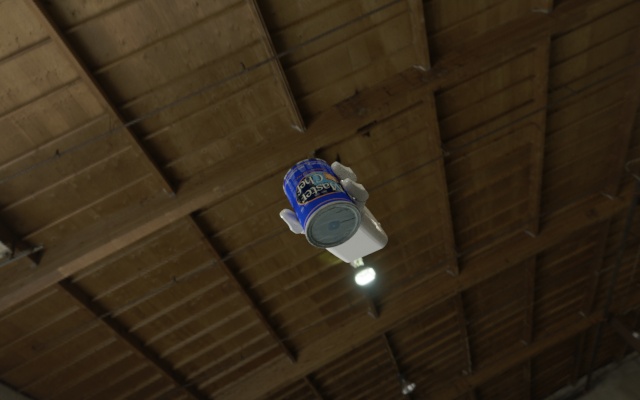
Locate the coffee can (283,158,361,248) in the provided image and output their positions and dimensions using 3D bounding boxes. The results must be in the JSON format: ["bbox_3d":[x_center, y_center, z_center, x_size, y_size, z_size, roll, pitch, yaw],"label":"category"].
[{"bbox_3d":[0.000,0.003,0.871,0.103,0.103,0.140,0,37,-25],"label":"coffee can"}]
